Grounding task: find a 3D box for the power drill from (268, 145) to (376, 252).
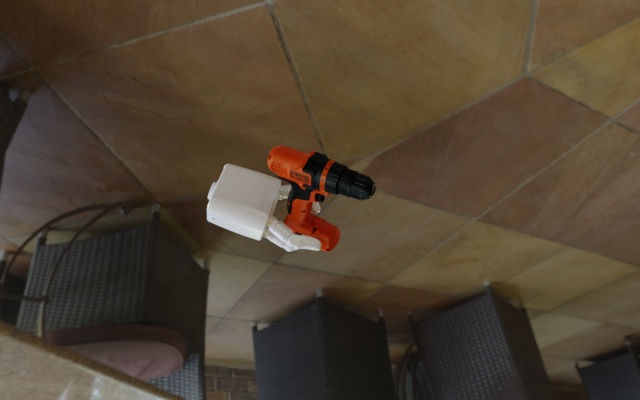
[{"bbox_3d":[0.000,0.003,0.813,0.184,0.188,0.057,22,48,18],"label":"power drill"}]
